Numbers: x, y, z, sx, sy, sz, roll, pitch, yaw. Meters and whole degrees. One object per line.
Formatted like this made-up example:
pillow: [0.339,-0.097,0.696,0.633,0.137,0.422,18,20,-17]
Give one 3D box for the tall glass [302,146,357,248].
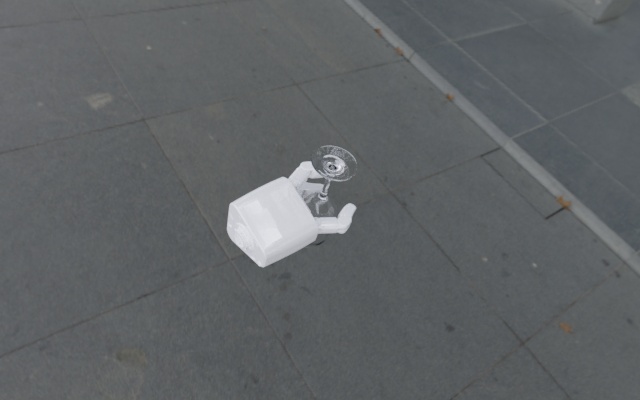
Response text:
tall glass: [0.000,0.002,0.821,0.079,0.079,0.201,0,-38,-16]
